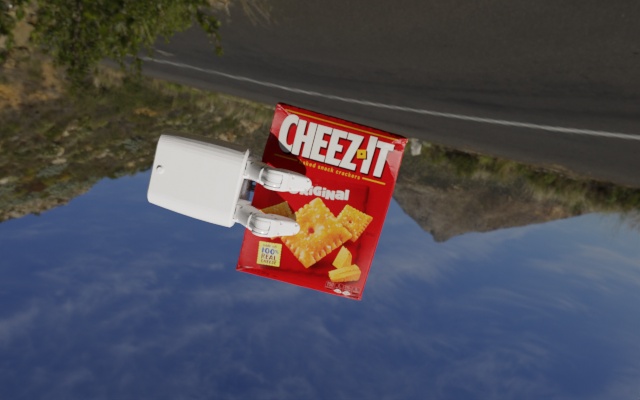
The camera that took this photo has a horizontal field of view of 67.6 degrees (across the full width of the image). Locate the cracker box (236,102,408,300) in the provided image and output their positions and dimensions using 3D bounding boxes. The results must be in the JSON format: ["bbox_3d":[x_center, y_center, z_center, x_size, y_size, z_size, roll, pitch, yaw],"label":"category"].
[{"bbox_3d":[0.000,0.002,0.601,0.164,0.214,0.072,15,10,-1],"label":"cracker box"}]
